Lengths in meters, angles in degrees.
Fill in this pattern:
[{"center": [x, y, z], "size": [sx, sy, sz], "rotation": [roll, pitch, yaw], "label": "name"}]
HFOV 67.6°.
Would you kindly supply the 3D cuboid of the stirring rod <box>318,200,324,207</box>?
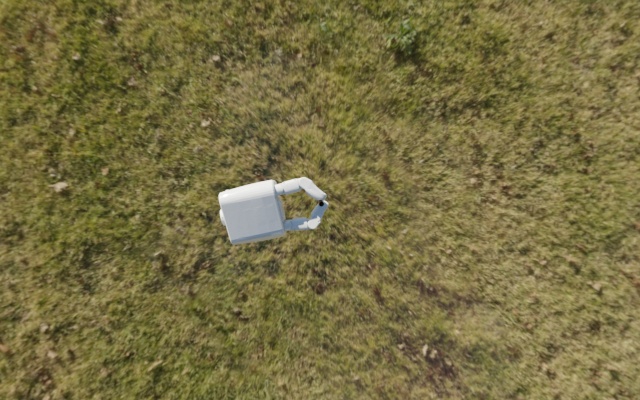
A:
[{"center": [0.000, 0.003, 0.870], "size": [0.011, 0.011, 0.239], "rotation": [0, 1, -1], "label": "stirring rod"}]
